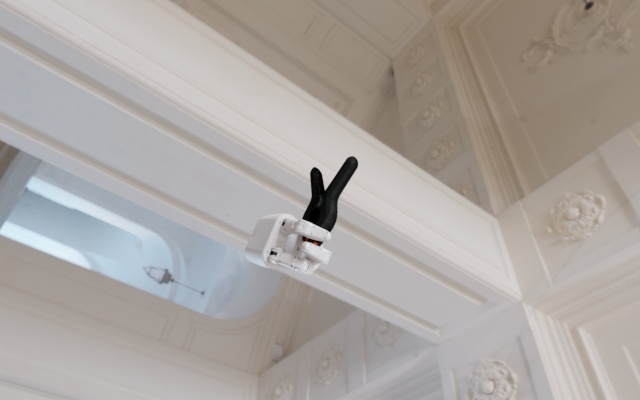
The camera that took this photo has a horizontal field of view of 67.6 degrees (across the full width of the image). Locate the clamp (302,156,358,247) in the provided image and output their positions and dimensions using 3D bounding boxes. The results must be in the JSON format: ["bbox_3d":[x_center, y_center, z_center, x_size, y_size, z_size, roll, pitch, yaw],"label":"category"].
[{"bbox_3d":[0.001,0.003,0.839,0.039,0.171,0.120,30,-15,-25],"label":"clamp"}]
